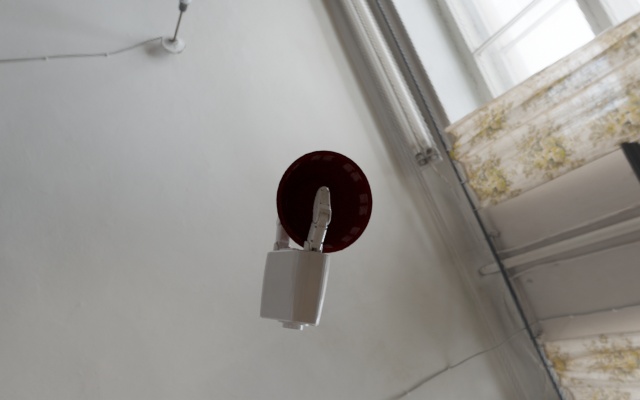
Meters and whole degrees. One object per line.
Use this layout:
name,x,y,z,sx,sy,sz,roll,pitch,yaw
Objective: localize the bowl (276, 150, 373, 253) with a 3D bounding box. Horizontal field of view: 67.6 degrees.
bowl,0.001,0.001,0.767,0.162,0.162,0.055,0,-2,-21
